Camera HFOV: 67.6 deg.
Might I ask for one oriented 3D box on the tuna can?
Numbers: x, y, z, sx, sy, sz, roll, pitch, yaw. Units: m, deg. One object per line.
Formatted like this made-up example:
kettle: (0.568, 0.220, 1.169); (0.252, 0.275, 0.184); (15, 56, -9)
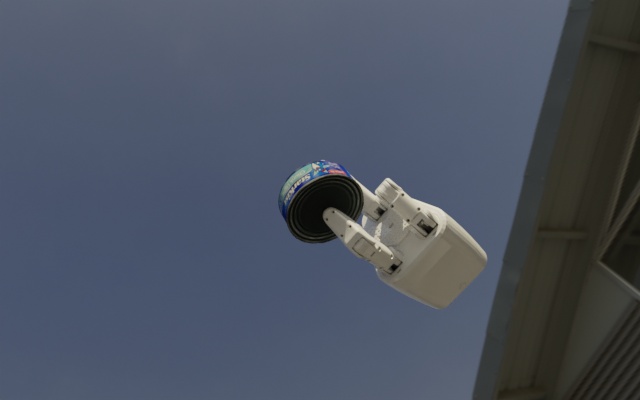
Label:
tuna can: (0.000, 0.001, 0.500); (0.086, 0.086, 0.033); (0, 34, -26)
